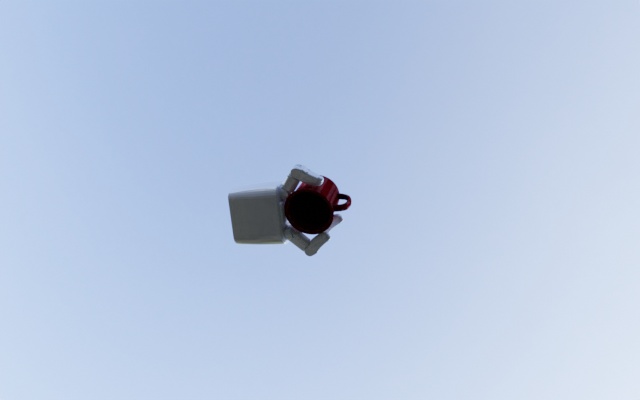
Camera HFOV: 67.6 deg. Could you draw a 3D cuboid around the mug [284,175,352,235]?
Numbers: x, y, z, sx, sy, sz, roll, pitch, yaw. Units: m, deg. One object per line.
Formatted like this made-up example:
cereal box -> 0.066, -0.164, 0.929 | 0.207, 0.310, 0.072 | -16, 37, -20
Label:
mug -> 0.002, 0.003, 0.884 | 0.117, 0.093, 0.081 | -4, 25, 18
